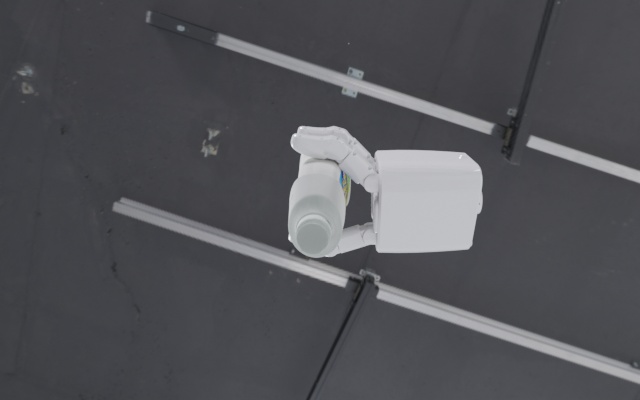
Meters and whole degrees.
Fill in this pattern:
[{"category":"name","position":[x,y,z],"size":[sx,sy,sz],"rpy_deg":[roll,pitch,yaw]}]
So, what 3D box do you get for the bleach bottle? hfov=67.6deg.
[{"category":"bleach bottle","position":[0.000,0.002,0.524],"size":[0.068,0.102,0.250],"rpy_deg":[0,18,3]}]
